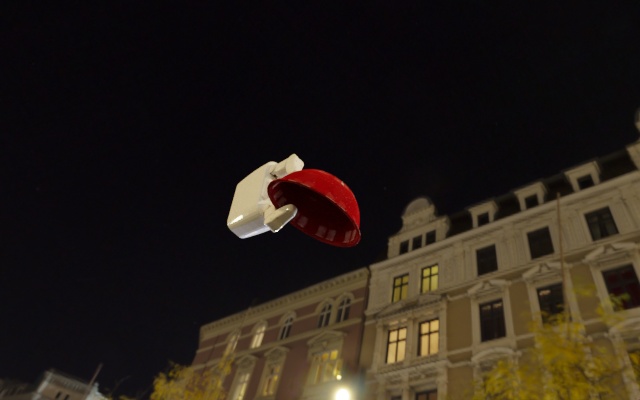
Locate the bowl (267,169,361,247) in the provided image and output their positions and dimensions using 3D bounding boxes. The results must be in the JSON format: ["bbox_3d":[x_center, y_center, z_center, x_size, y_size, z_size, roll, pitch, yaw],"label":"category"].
[{"bbox_3d":[0.001,0.002,0.732,0.162,0.055,0.162,26,-26,14],"label":"bowl"}]
